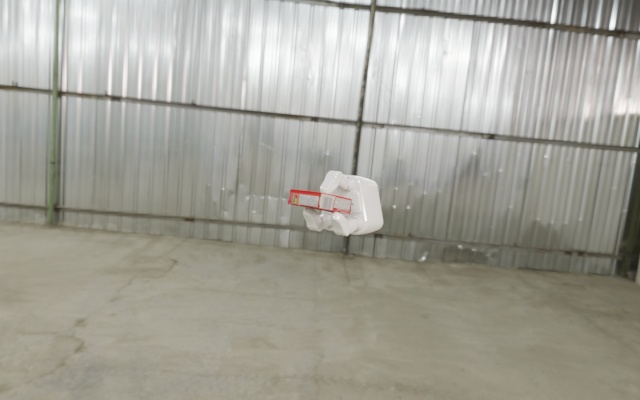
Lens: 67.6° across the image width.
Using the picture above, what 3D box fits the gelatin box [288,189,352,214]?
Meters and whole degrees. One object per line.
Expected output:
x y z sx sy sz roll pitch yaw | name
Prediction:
0.000 0.002 0.832 0.073 0.030 0.089 8 -2 40 | gelatin box
